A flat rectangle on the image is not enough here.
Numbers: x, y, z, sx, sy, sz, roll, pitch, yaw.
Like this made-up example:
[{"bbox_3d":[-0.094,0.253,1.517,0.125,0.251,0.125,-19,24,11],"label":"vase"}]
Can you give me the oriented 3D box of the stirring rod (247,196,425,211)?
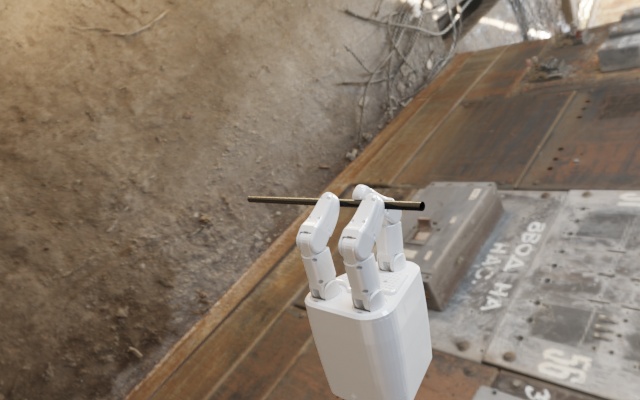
[{"bbox_3d":[0.000,0.002,0.476,0.011,0.011,0.239,0,1,-44],"label":"stirring rod"}]
